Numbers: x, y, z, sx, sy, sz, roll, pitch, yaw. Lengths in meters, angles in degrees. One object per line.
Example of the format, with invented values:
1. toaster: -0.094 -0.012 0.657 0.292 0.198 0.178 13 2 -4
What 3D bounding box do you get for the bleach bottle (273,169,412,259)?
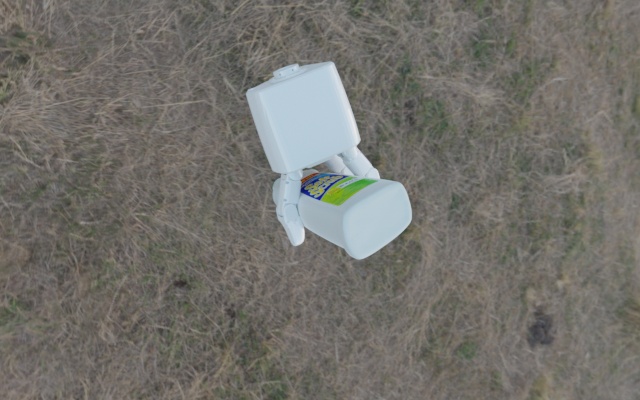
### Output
1. bleach bottle: 0.000 0.002 0.635 0.102 0.068 0.251 -30 24 -26
